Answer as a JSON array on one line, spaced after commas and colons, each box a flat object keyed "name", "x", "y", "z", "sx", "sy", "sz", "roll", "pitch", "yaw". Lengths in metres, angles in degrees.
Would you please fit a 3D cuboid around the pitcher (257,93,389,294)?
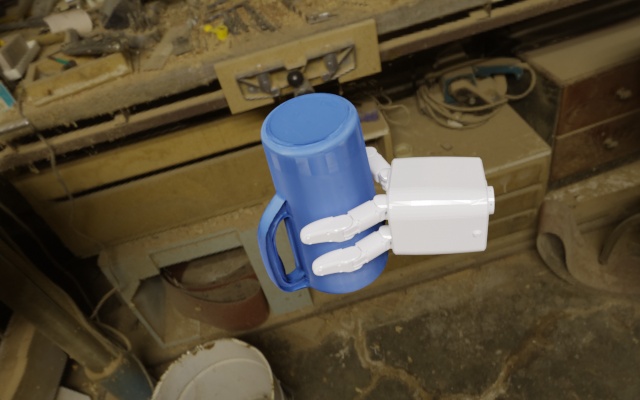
[{"name": "pitcher", "x": 0.000, "y": 0.002, "z": 0.586, "sx": 0.145, "sy": 0.149, "sz": 0.243, "roll": -2, "pitch": -44, "yaw": 14}]
